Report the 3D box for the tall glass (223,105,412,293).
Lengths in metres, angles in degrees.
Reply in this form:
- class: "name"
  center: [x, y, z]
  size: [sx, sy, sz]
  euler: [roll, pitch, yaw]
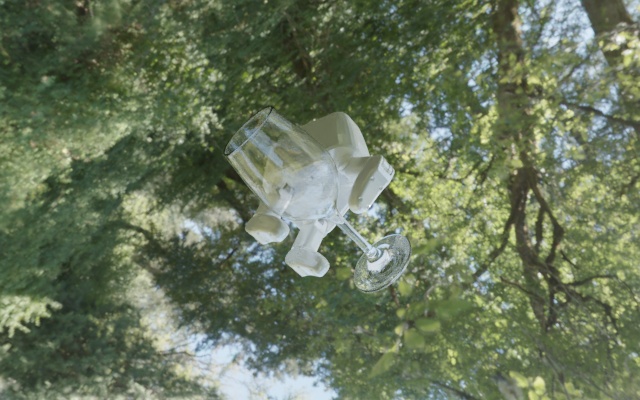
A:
- class: "tall glass"
  center: [0.001, 0.002, 0.462]
  size: [0.201, 0.079, 0.079]
  euler: [45, -22, -24]
